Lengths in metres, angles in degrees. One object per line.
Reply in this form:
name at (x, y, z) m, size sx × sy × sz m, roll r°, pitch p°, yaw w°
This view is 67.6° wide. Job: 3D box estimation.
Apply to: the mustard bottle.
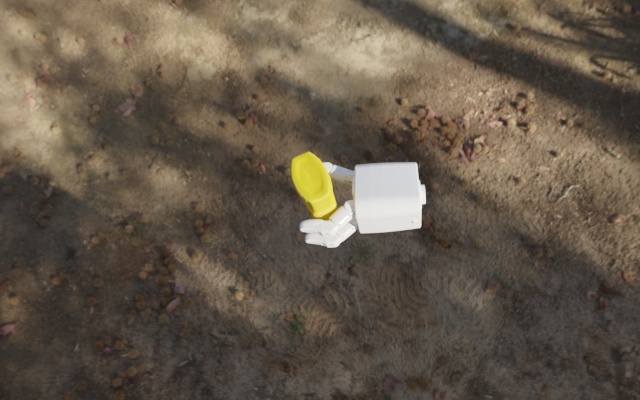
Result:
mustard bottle at (0.000, 0.003, 0.823) m, size 0.058 × 0.096 × 0.192 m, roll -26°, pitch -28°, yaw -2°
